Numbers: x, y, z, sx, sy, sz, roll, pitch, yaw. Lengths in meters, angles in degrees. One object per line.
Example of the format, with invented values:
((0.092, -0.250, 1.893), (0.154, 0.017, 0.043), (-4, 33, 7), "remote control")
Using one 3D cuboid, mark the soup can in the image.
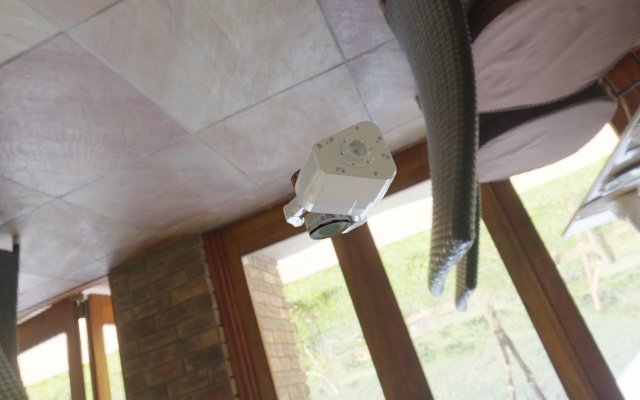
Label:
((0.000, 0.003, 0.747), (0.068, 0.102, 0.068), (-16, -22, -7), "soup can")
